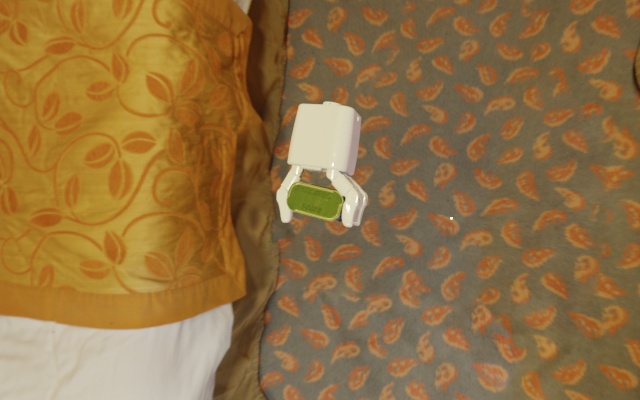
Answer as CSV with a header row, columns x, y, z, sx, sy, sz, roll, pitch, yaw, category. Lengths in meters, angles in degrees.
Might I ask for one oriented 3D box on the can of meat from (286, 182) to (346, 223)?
x,y,z,sx,sy,sz,roll,pitch,yaw,category
0.000,0.003,0.821,0.102,0.057,0.084,14,1,15,can of meat
